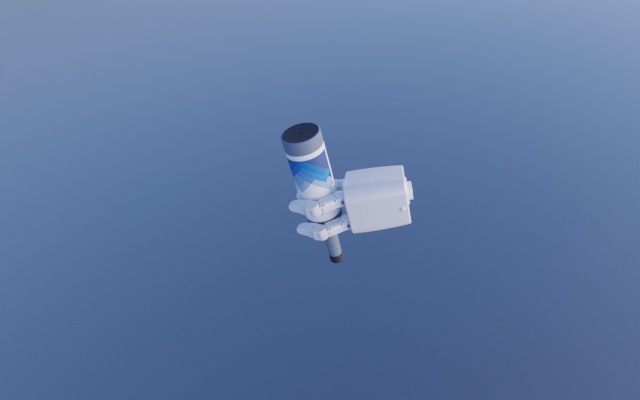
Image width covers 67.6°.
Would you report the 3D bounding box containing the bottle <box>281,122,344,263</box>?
[{"bbox_3d":[0.000,0.003,0.863,0.069,0.296,0.069,-10,38,8],"label":"bottle"}]
